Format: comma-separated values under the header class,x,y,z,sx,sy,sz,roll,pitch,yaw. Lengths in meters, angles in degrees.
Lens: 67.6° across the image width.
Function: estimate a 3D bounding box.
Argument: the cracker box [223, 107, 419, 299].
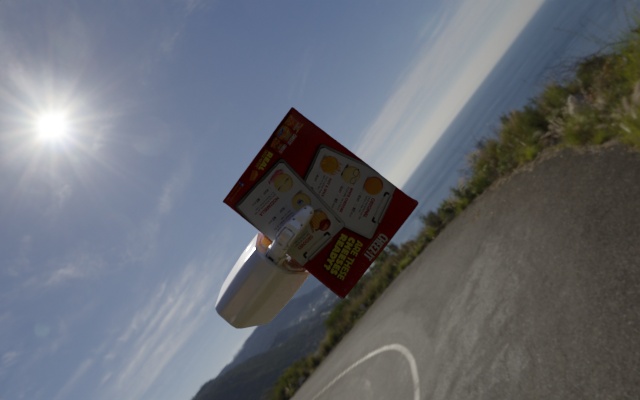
class,x,y,z,sx,sy,sz,roll,pitch,yaw
cracker box,0.000,0.002,0.663,0.213,0.164,0.072,38,7,6
